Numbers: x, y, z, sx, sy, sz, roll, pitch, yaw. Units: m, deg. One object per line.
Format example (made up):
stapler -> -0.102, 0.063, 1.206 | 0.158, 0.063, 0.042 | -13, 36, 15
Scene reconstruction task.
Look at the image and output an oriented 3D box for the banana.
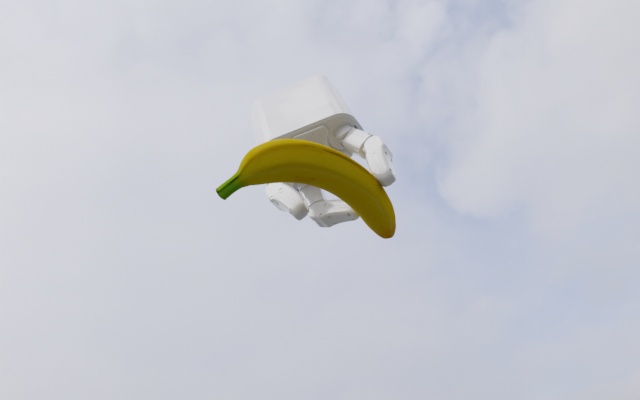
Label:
banana -> 0.006, -0.014, 0.438 | 0.198, 0.070, 0.037 | 16, 29, -32
